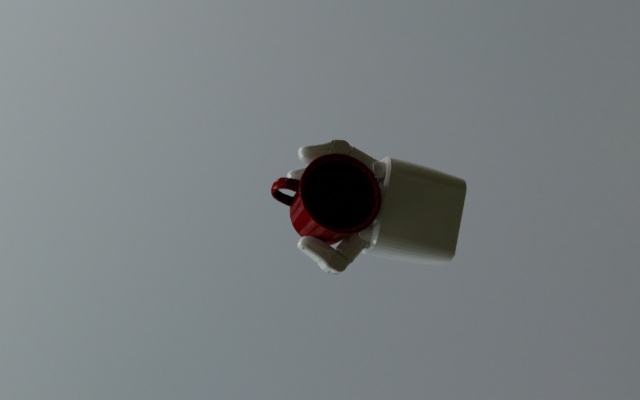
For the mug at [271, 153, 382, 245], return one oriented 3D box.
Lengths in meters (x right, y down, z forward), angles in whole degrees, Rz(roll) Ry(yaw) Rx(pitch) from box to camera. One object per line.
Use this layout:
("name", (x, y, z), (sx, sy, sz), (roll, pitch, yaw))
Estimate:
("mug", (-0.001, 0.002, 0.546), (0.117, 0.093, 0.081), (13, -23, -12))
